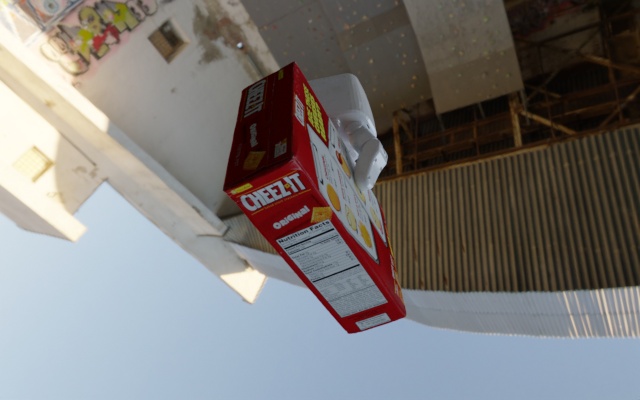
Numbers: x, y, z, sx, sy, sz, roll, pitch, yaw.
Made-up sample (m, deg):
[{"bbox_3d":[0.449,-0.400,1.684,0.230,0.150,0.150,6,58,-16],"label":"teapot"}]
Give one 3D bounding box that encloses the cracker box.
[{"bbox_3d":[0.000,0.002,0.460,0.072,0.214,0.164,-24,37,16],"label":"cracker box"}]
